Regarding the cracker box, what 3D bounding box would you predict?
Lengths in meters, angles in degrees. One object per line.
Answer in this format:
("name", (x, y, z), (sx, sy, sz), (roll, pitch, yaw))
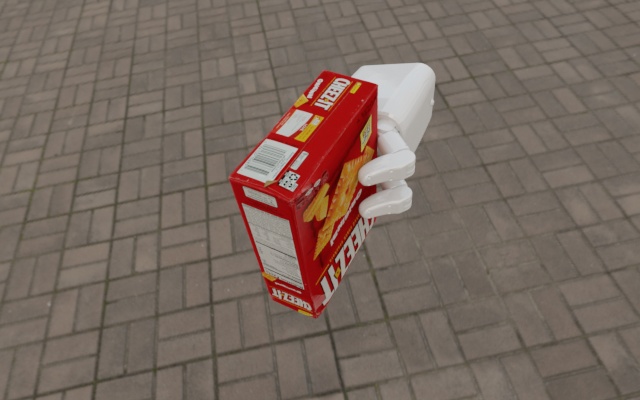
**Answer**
("cracker box", (0.000, 0.001, 0.504), (0.072, 0.164, 0.214), (21, -34, 22))
